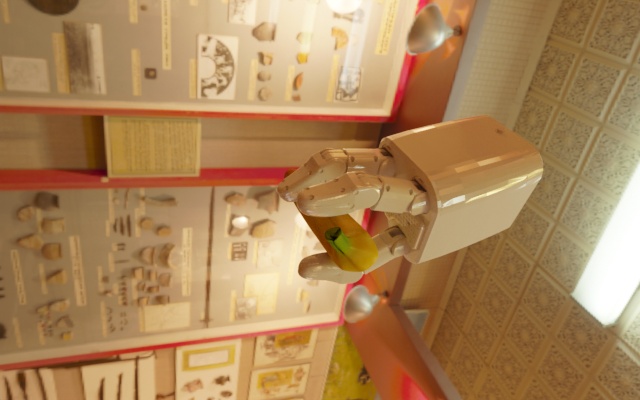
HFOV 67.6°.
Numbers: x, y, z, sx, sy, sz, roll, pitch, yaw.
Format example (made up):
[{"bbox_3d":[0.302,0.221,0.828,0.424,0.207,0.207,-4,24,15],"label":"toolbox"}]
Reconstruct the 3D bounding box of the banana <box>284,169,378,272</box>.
[{"bbox_3d":[0.009,0.018,0.422,0.037,0.070,0.197,-31,20,-5],"label":"banana"}]
